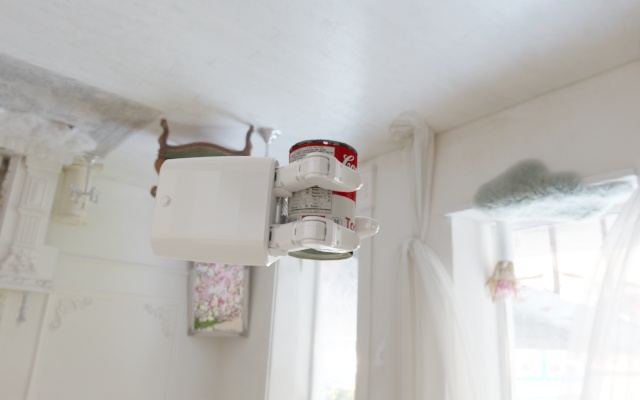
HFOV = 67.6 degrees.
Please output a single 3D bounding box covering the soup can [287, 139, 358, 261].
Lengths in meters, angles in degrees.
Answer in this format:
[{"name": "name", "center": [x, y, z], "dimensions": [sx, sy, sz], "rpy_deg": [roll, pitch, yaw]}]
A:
[{"name": "soup can", "center": [0.001, 0.002, 0.455], "dimensions": [0.068, 0.102, 0.068], "rpy_deg": [3, -17, 1]}]
